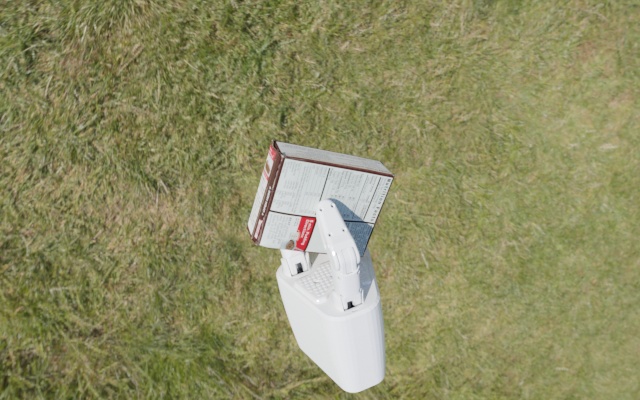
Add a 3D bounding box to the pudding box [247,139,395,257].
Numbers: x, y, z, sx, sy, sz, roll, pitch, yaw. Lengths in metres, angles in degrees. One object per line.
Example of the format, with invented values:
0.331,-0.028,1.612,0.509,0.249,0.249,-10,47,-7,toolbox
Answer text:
0.000,0.002,0.431,0.113,0.090,0.039,8,23,-26,pudding box
